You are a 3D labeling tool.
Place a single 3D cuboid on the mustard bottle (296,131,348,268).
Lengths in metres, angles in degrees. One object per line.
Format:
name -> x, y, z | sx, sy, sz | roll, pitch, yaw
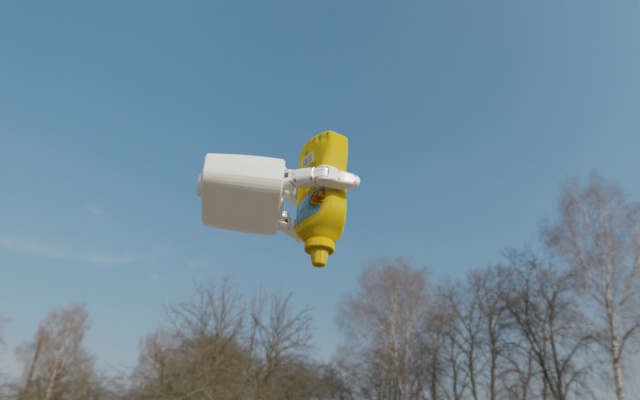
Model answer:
mustard bottle -> 0.000, 0.002, 0.677 | 0.058, 0.191, 0.096 | 19, -33, -27
